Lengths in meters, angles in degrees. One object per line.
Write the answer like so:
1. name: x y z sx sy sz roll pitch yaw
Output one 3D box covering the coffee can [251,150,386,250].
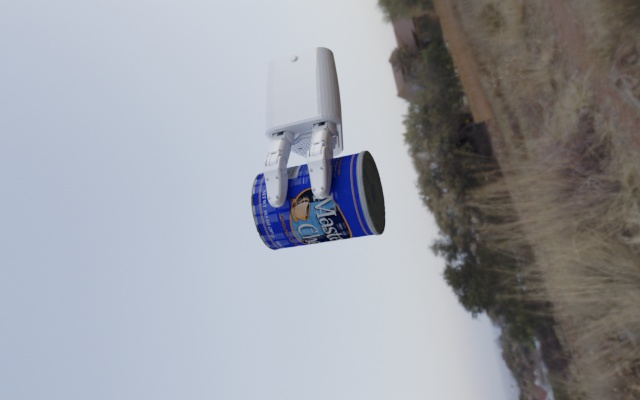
1. coffee can: 0.000 0.002 0.592 0.140 0.103 0.103 -10 -3 19
